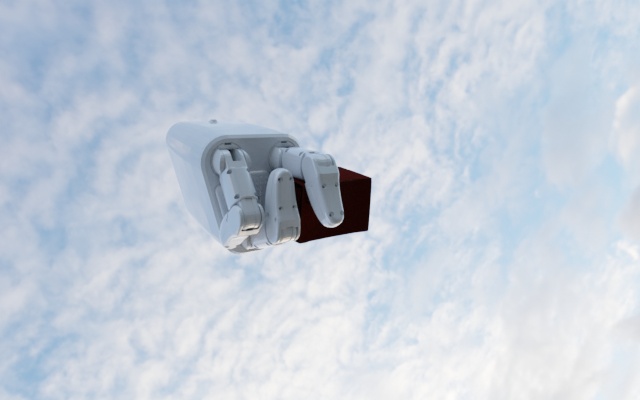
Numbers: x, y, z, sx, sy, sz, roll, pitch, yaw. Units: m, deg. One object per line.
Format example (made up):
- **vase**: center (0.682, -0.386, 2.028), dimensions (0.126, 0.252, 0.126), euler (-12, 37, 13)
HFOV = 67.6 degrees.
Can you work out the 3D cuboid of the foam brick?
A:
- **foam brick**: center (0.000, 0.001, 0.430), dimensions (0.078, 0.053, 0.051), euler (-7, 19, -35)
